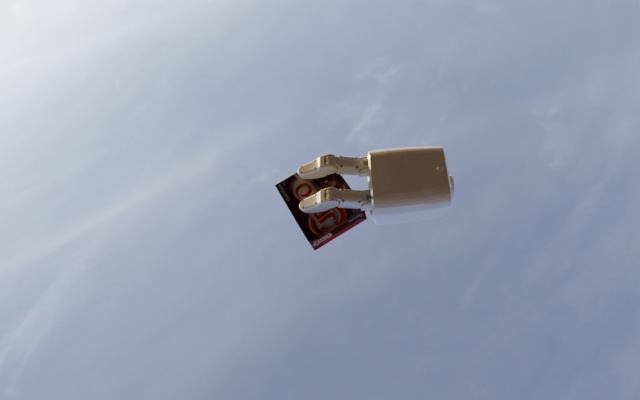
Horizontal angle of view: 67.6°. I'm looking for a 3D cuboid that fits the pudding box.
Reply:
[{"bbox_3d":[0.000,0.002,0.688,0.090,0.113,0.039,-31,-31,-4],"label":"pudding box"}]
